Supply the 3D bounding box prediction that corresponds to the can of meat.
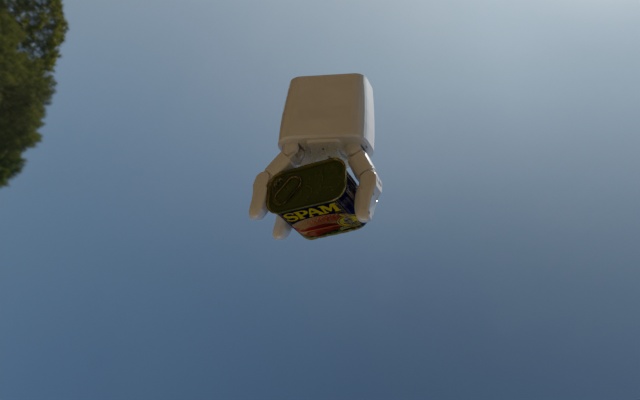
[{"bbox_3d":[0.000,0.002,0.572,0.102,0.057,0.084,-13,-33,23],"label":"can of meat"}]
